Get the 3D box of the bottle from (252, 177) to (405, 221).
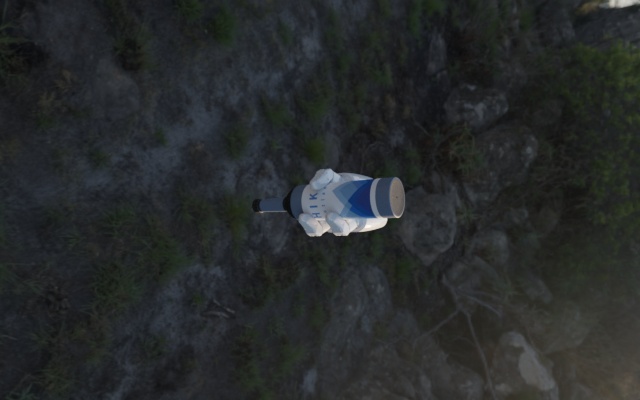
[{"bbox_3d":[0.000,0.003,0.855,0.296,0.069,0.069,-4,-2,31],"label":"bottle"}]
